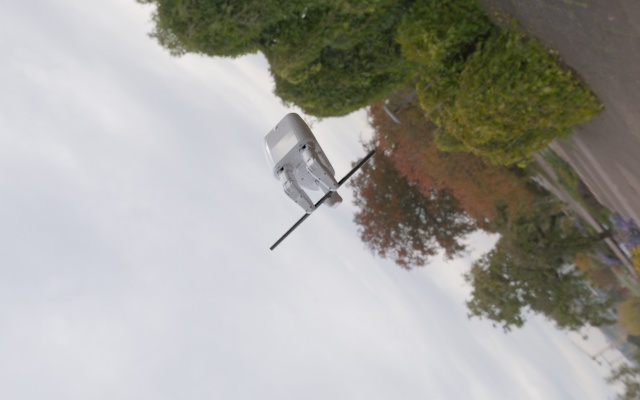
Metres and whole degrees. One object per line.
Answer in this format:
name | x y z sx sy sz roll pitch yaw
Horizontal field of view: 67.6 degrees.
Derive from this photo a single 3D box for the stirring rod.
stirring rod | 0.000 0.002 0.780 0.239 0.011 0.011 -44 -14 15
